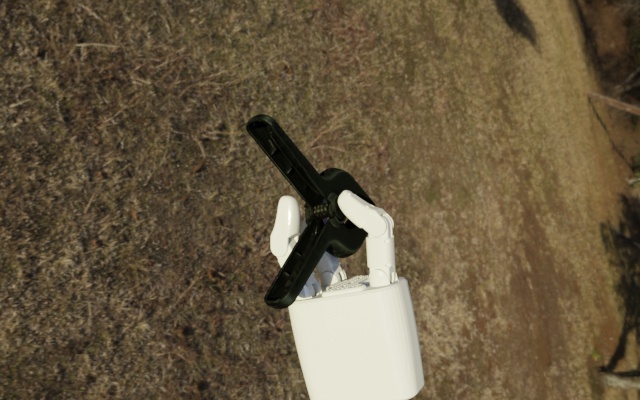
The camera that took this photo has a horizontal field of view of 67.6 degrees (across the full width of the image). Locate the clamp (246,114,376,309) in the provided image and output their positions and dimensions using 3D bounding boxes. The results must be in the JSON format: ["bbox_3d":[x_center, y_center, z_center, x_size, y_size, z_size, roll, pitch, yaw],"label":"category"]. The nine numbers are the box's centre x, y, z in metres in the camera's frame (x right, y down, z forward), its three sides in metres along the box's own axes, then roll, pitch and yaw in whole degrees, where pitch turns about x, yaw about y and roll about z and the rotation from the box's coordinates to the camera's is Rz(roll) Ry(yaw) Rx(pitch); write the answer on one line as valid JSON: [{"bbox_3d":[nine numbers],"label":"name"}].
[{"bbox_3d":[0.001,0.002,0.474,0.036,0.164,0.210,-10,-1,31],"label":"clamp"}]
